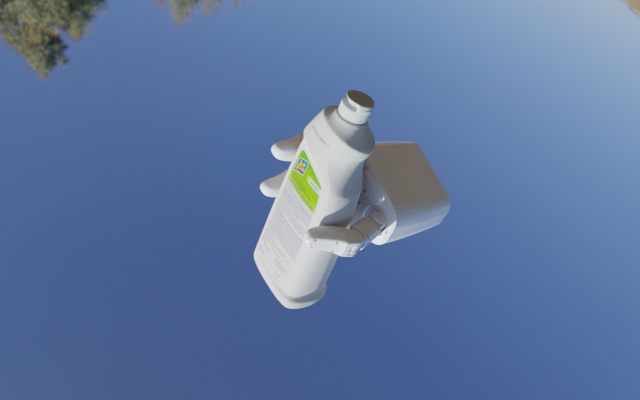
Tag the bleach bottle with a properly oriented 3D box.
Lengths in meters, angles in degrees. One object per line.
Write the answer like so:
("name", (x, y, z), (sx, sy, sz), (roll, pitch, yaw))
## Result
("bleach bottle", (0.000, 0.002, 0.513), (0.068, 0.251, 0.102), (-12, 51, -38))
